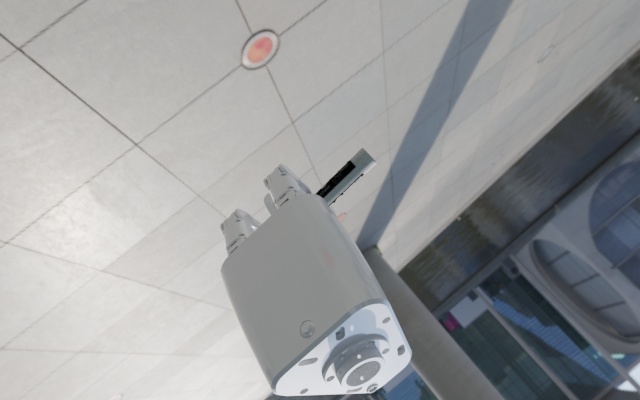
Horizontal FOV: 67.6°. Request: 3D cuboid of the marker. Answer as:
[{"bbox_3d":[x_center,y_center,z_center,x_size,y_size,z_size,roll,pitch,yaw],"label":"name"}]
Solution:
[{"bbox_3d":[0.000,0.001,0.427,0.121,0.020,0.020,-43,-8,8],"label":"marker"}]
